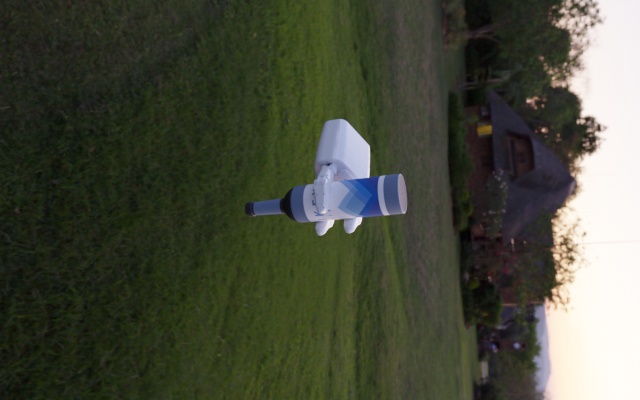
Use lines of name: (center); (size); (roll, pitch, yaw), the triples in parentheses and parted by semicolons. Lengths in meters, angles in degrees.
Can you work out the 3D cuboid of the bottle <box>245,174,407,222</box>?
bottle: (0.000, 0.003, 0.845); (0.296, 0.069, 0.069); (-6, -2, 21)
